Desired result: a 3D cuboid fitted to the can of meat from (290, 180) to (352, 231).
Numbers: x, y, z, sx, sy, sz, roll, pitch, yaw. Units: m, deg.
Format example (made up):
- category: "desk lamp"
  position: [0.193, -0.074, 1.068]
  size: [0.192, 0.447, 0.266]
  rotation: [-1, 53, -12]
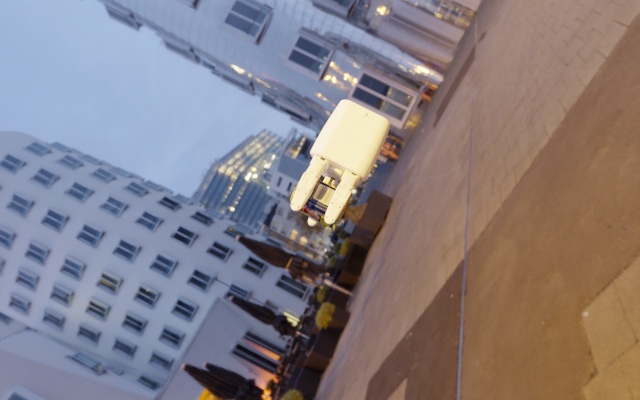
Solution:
- category: "can of meat"
  position: [0.000, 0.002, 0.780]
  size: [0.084, 0.057, 0.102]
  rotation: [27, -10, 4]
